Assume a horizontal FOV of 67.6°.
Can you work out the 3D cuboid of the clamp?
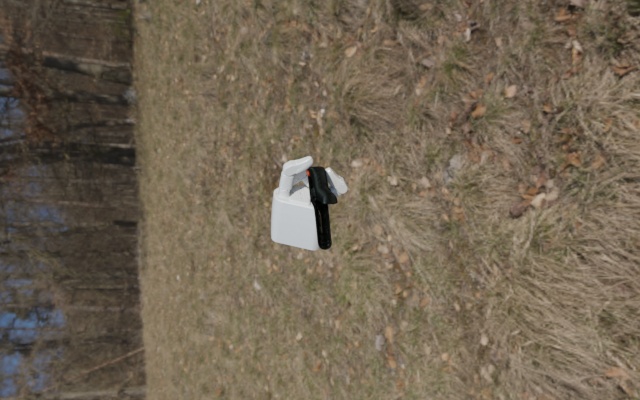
[{"bbox_3d":[0.000,0.003,0.866,0.039,0.120,0.171,4,32,-11],"label":"clamp"}]
